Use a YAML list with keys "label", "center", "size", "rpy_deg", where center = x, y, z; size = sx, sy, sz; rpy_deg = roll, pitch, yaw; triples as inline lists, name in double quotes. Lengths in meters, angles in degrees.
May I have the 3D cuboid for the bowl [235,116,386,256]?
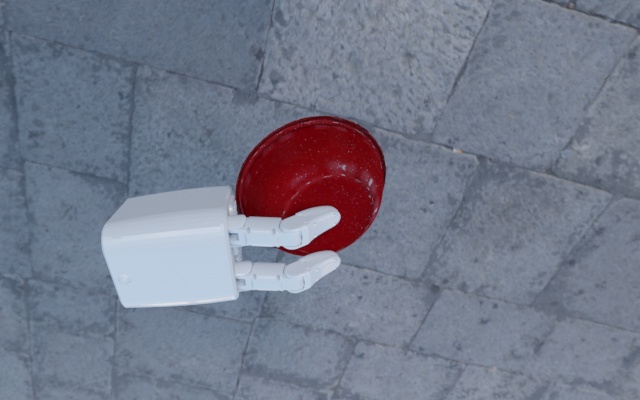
- label: "bowl"
  center: [0.001, 0.001, 0.472]
  size: [0.162, 0.162, 0.055]
  rpy_deg: [0, 32, -20]
